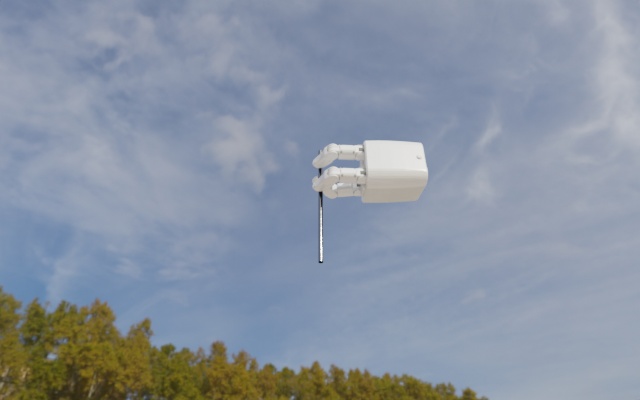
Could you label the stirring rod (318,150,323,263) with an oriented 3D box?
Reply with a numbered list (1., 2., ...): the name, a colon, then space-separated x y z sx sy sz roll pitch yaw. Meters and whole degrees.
1. stirring rod: 0.000 0.003 0.839 0.011 0.239 0.011 0 -37 0
